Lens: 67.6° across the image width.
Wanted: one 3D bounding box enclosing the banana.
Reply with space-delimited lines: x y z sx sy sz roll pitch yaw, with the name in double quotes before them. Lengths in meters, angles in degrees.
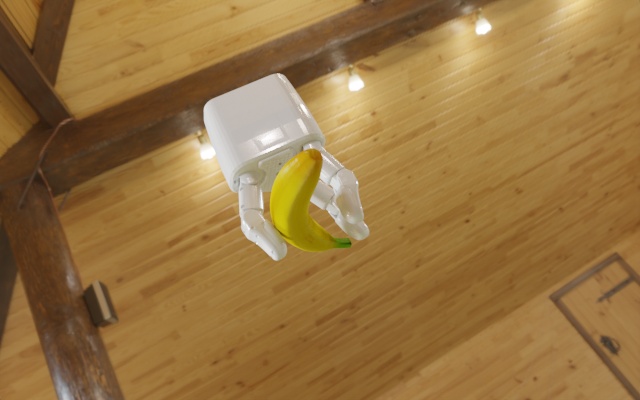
"banana" -0.017 0.010 0.479 0.069 0.037 0.198 -22 -28 0
